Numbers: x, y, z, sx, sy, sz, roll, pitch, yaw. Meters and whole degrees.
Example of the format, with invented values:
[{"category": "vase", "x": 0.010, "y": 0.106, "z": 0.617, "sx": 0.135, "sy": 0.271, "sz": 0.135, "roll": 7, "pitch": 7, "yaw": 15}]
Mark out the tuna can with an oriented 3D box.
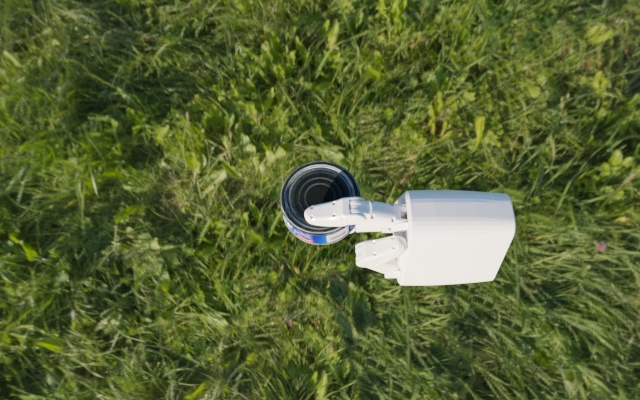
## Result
[{"category": "tuna can", "x": 0.000, "y": 0.001, "z": 0.507, "sx": 0.086, "sy": 0.086, "sz": 0.034, "roll": 0, "pitch": -23, "yaw": 4}]
